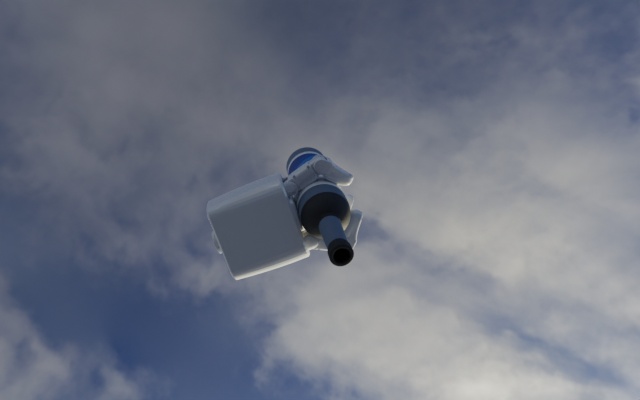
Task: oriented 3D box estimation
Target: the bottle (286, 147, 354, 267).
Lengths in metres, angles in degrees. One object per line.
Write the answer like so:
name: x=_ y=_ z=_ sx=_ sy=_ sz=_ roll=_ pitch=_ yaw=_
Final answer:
bottle: x=0.000 y=0.002 z=0.645 sx=0.069 sy=0.069 sz=0.295 roll=0 pitch=23 yaw=-10
